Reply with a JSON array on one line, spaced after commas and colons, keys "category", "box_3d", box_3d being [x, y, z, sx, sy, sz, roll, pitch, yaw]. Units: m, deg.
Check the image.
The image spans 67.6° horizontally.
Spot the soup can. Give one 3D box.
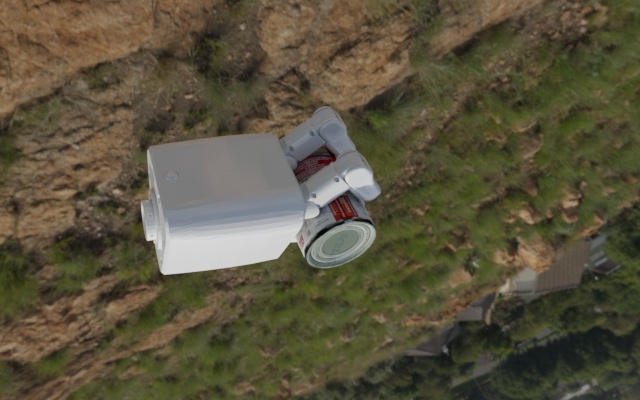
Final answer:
[{"category": "soup can", "box_3d": [0.001, 0.002, 0.436, 0.068, 0.102, 0.069, -17, -36, -13]}]
